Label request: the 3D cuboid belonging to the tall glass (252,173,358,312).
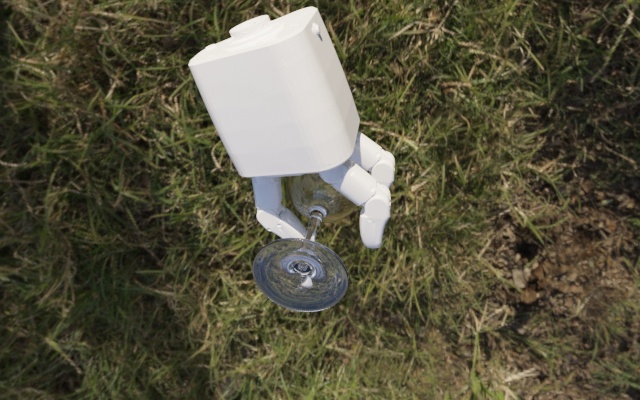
[{"bbox_3d":[0.000,0.002,0.438,0.079,0.079,0.201,0,34,11],"label":"tall glass"}]
